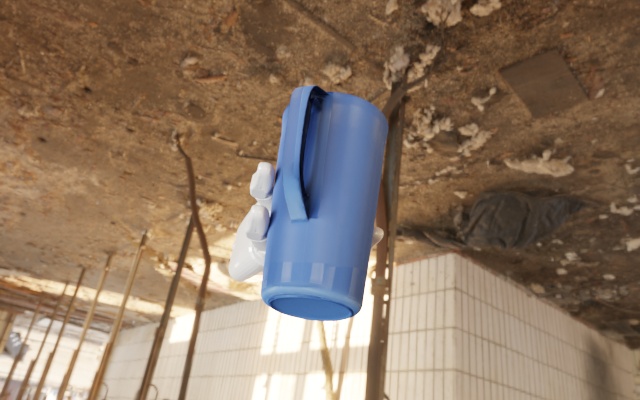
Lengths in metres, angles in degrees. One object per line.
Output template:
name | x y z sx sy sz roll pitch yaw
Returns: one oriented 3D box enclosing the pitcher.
pitcher | 0.000 0.002 0.541 0.149 0.242 0.145 19 -29 -20
